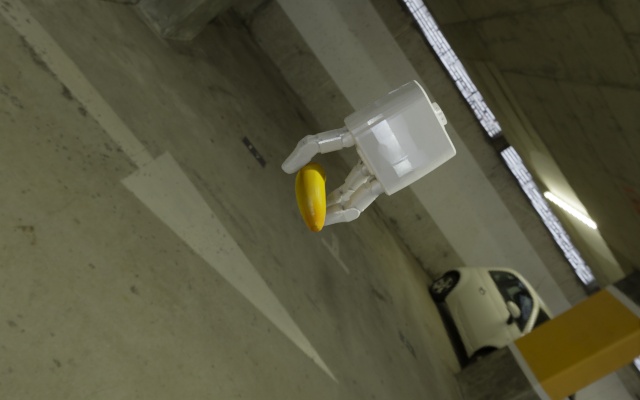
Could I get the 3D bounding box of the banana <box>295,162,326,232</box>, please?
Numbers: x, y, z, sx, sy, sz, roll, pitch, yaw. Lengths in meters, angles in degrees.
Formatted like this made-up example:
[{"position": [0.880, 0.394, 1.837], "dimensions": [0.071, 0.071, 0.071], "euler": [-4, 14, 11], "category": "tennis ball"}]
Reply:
[{"position": [-0.008, -0.015, 0.636], "dimensions": [0.037, 0.069, 0.197], "euler": [-25, 9, 8], "category": "banana"}]
